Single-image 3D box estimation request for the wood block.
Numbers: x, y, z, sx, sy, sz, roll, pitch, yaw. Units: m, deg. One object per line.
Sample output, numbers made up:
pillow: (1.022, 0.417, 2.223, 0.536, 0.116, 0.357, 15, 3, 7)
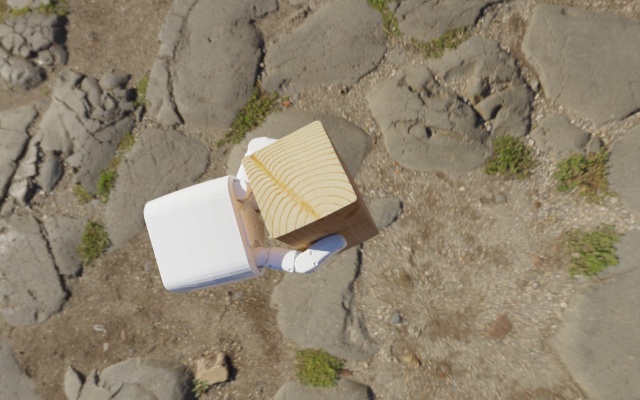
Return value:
wood block: (0.000, 0.002, 0.546, 0.090, 0.090, 0.206, -25, -16, 6)
